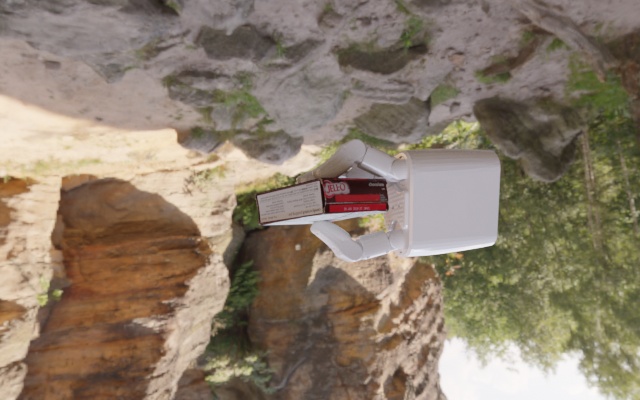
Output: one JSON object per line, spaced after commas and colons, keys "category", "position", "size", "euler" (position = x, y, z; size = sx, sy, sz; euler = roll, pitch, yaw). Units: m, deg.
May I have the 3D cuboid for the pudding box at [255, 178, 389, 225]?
{"category": "pudding box", "position": [0.000, 0.002, 0.495], "size": [0.090, 0.039, 0.113], "euler": [0, -9, -41]}
